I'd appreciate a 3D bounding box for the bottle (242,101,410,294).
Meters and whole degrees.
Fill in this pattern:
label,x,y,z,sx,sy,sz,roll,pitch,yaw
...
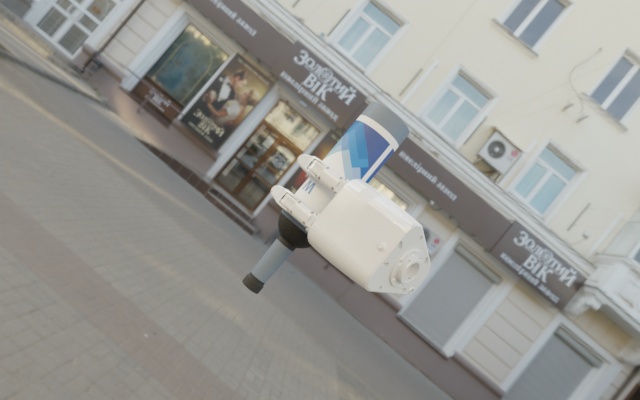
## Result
label,x,y,z,sx,sy,sz,roll,pitch,yaw
bottle,0.000,0.002,0.637,0.069,0.295,0.069,40,-2,1
